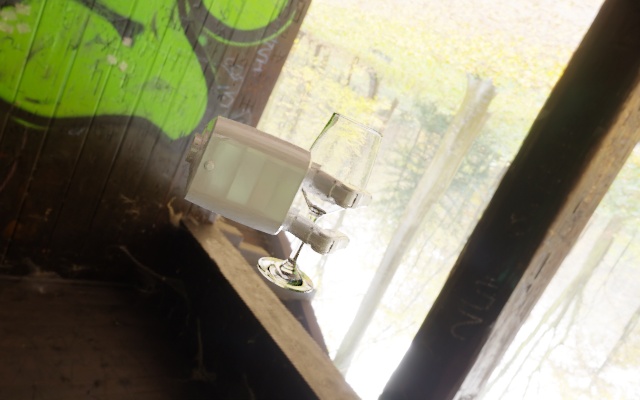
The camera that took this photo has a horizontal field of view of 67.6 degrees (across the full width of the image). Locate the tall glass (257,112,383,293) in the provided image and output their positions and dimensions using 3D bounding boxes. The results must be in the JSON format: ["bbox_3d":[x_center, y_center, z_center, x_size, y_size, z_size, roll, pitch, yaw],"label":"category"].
[{"bbox_3d":[0.000,0.002,0.553,0.079,0.201,0.079,25,12,-6],"label":"tall glass"}]
